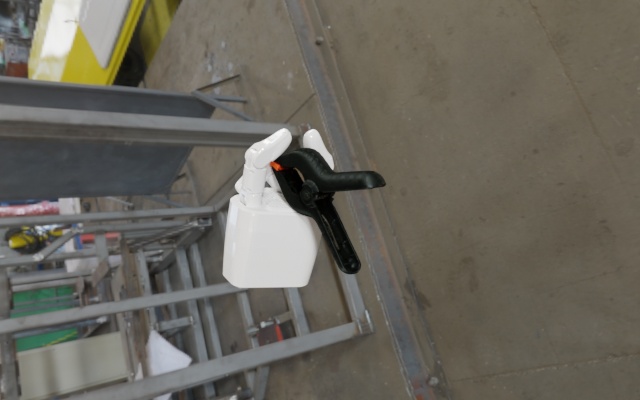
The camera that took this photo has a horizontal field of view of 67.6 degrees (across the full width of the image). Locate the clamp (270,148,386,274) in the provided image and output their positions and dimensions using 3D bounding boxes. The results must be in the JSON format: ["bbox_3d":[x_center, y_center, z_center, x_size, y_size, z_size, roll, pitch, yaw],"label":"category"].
[{"bbox_3d":[0.000,0.002,0.534,0.039,0.120,0.171,-4,24,-38],"label":"clamp"}]
